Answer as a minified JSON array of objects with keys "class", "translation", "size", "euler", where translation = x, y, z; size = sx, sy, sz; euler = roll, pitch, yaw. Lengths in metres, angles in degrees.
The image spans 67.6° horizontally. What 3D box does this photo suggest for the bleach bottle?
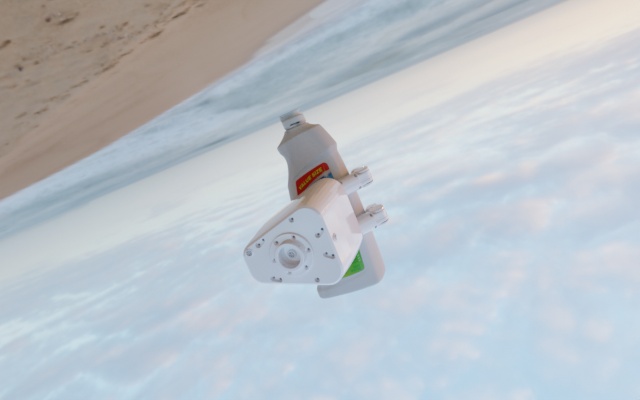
[{"class":"bleach bottle","translation":[0.000,0.002,0.643],"size":[0.102,0.251,0.068],"euler":[-19,11,19]}]
